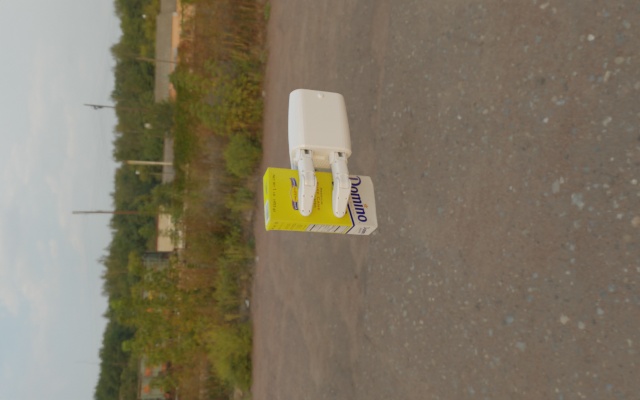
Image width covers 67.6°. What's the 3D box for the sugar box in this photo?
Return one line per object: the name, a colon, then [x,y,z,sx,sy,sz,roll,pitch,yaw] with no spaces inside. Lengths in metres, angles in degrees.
sugar box: [0.000,0.002,0.758,0.176,0.093,0.048,2,-24,-16]
